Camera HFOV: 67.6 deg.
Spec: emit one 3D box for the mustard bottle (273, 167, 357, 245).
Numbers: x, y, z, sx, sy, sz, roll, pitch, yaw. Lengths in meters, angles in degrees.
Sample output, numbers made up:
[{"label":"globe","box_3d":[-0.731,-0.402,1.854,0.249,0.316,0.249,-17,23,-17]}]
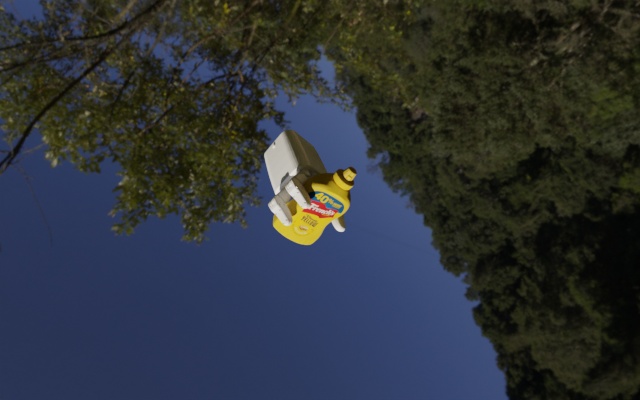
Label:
[{"label":"mustard bottle","box_3d":[0.000,0.003,0.900,0.096,0.058,0.192,31,-56,-23]}]
